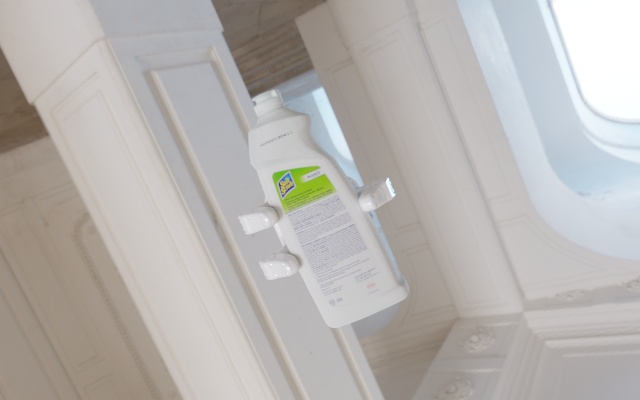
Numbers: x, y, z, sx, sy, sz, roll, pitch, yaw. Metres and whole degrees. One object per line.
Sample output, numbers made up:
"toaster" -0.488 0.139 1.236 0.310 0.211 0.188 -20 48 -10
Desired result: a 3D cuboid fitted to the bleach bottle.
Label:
"bleach bottle" 0.000 0.002 0.506 0.102 0.251 0.068 -24 8 -1
